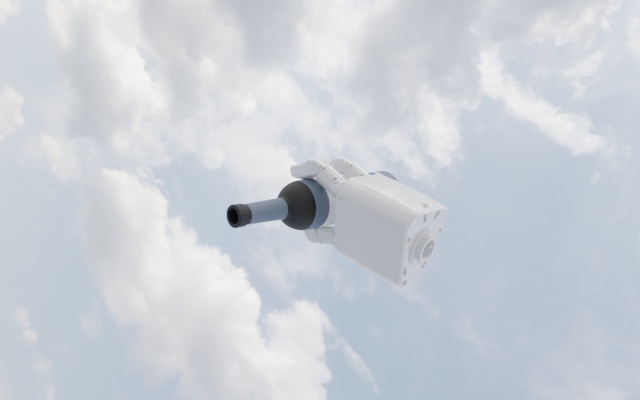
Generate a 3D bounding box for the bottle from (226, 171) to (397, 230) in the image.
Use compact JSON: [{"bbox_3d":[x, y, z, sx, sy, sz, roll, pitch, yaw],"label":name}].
[{"bbox_3d":[0.000,0.002,0.651,0.069,0.069,0.295,0,6,43],"label":"bottle"}]
